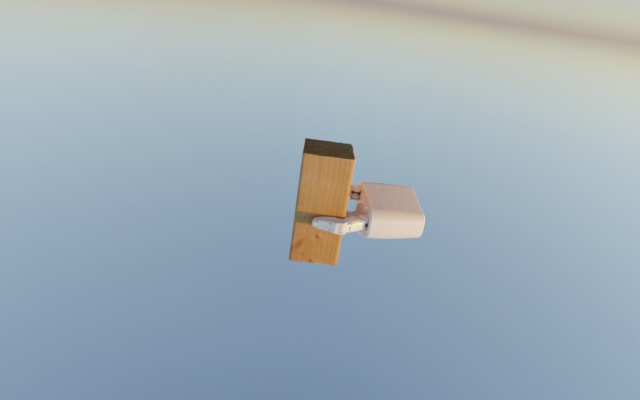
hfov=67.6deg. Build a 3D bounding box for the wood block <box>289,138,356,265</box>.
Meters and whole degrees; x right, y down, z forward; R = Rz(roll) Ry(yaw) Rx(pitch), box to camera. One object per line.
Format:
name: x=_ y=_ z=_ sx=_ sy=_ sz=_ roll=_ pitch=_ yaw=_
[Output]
wood block: x=0.001 y=0.003 z=0.864 sx=0.090 sy=0.206 sz=0.090 roll=7 pitch=23 yaw=-3
